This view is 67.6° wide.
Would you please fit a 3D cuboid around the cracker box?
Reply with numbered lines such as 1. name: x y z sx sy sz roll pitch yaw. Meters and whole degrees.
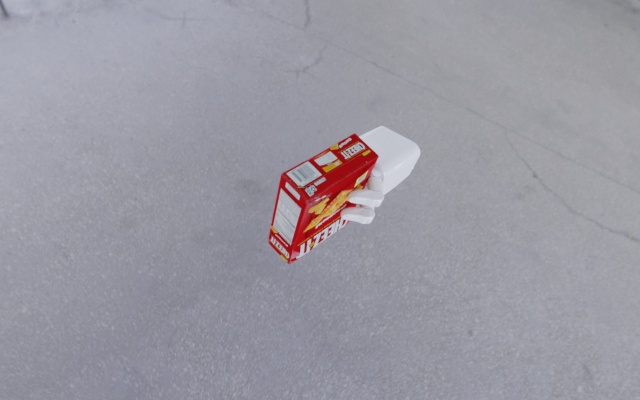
1. cracker box: 0.000 0.003 0.842 0.164 0.072 0.214 -32 -22 -30
